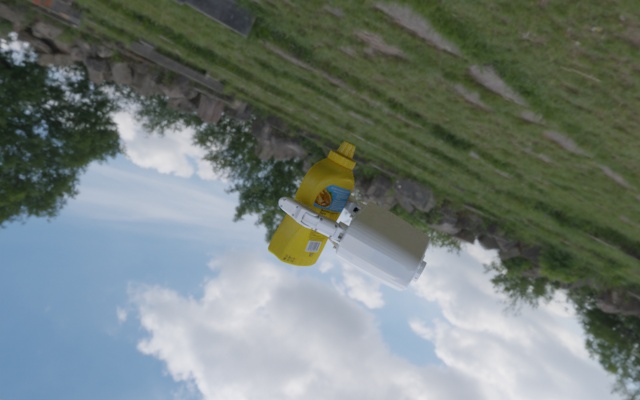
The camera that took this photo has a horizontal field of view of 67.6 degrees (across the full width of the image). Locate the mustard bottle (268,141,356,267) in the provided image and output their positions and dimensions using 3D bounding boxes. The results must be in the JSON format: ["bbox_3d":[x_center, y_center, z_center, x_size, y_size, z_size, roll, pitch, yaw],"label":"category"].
[{"bbox_3d":[0.000,0.002,0.698,0.058,0.191,0.096,34,12,34],"label":"mustard bottle"}]
